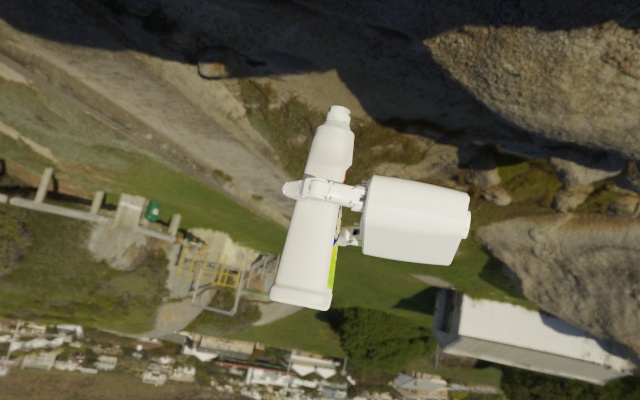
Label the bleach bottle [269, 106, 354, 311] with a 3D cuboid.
[{"bbox_3d":[0.000,0.002,0.579,0.068,0.250,0.102,10,-13,7],"label":"bleach bottle"}]
